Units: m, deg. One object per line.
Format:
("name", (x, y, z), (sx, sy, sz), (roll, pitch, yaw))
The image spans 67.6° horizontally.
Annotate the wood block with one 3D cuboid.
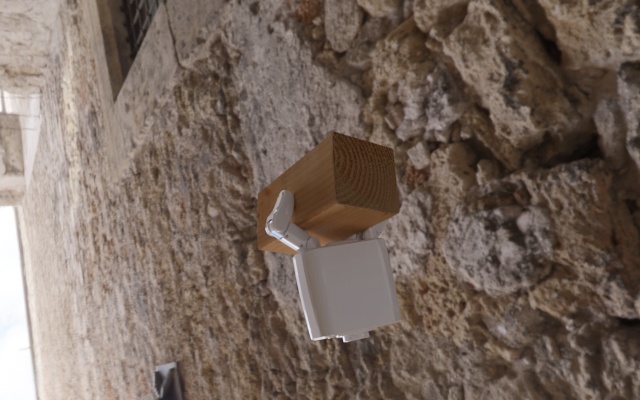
("wood block", (0.000, 0.002, 0.628), (0.091, 0.090, 0.206), (11, -25, -30))
